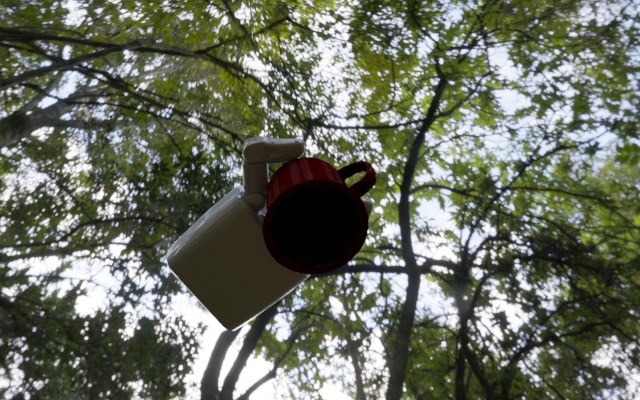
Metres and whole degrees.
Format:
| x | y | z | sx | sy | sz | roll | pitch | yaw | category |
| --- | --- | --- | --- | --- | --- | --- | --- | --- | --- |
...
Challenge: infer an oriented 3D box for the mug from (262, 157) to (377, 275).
| x | y | z | sx | sy | sz | roll | pitch | yaw | category |
| --- | --- | --- | --- | --- | --- | --- | --- | --- | --- |
| 0.001 | 0.000 | 0.448 | 0.117 | 0.093 | 0.081 | -38 | 24 | 8 | mug |
